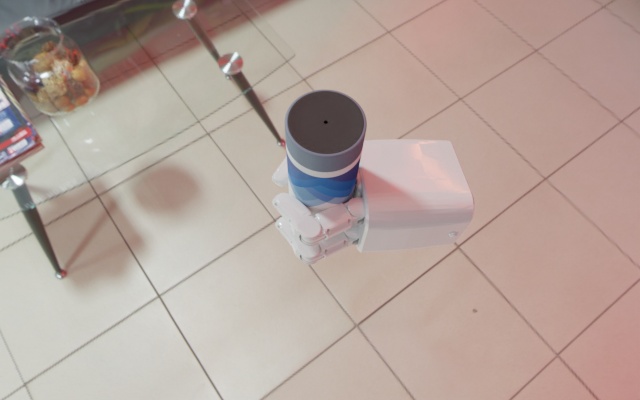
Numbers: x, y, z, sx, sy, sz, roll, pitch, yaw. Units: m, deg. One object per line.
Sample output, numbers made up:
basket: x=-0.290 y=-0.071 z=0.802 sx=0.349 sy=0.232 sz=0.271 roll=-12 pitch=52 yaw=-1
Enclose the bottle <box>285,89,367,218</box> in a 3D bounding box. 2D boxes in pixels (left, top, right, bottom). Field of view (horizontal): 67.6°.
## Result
bottle: x=0.000 y=0.002 z=0.515 sx=0.069 sy=0.069 sz=0.296 roll=0 pitch=-26 yaw=-2
